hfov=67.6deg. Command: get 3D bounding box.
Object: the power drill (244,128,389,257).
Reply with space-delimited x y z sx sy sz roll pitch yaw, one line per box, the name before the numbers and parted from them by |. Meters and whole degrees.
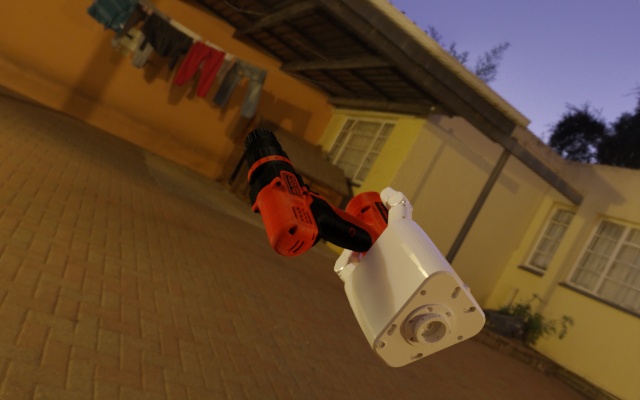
power drill | 0.001 0.002 0.560 0.188 0.184 0.057 19 -55 -36
